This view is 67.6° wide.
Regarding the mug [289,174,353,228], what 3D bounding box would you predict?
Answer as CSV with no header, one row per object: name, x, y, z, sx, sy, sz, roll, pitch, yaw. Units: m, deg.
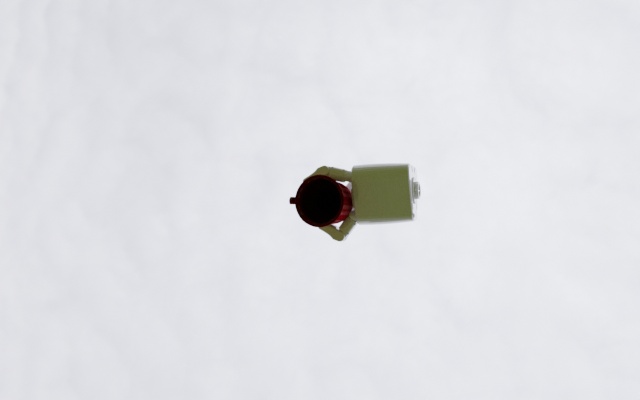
mug,-0.001,0.003,0.879,0.117,0.093,0.081,-1,-3,21
